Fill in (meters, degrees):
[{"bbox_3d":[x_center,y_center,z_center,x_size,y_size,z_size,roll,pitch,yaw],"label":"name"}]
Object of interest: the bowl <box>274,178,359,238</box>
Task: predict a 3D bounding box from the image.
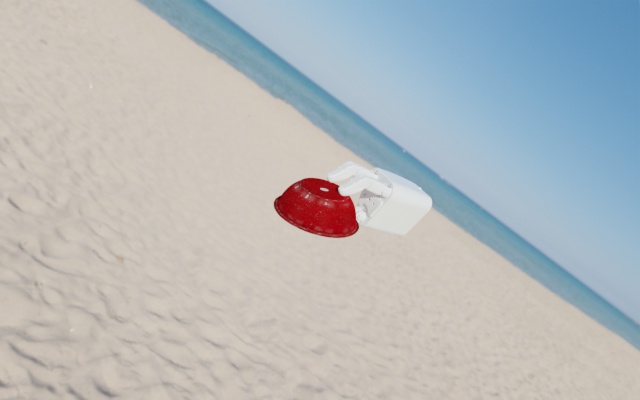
[{"bbox_3d":[-0.001,0.002,0.855,0.162,0.055,0.162,15,23,-6],"label":"bowl"}]
